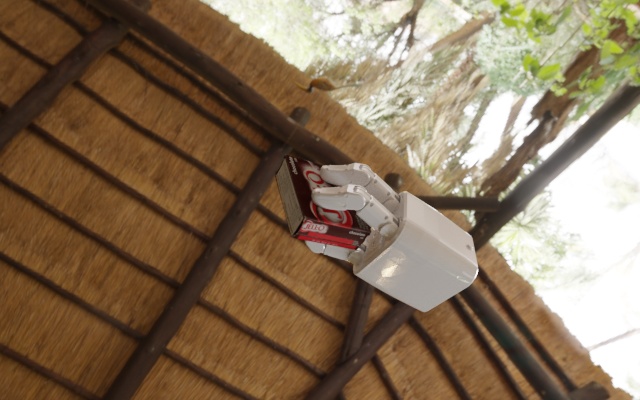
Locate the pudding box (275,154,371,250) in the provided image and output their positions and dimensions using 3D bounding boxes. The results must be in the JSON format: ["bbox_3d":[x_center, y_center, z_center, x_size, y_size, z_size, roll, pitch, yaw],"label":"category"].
[{"bbox_3d":[0.000,0.002,0.567,0.090,0.039,0.113,14,35,-31],"label":"pudding box"}]
